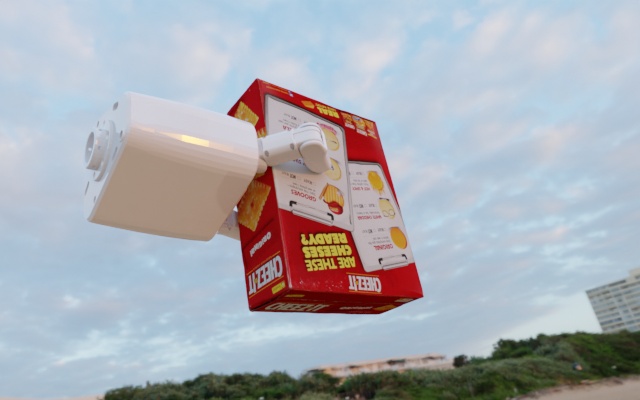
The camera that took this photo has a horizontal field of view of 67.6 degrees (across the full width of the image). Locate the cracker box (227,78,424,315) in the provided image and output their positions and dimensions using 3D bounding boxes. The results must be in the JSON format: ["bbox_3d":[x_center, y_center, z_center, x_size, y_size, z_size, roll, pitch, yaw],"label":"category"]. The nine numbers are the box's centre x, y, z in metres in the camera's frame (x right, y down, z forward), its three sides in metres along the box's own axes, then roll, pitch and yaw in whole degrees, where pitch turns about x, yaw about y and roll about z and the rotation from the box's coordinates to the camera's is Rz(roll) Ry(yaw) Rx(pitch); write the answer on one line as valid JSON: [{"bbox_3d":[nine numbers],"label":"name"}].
[{"bbox_3d":[0.000,0.001,0.476,0.164,0.213,0.072,12,-34,-38],"label":"cracker box"}]
